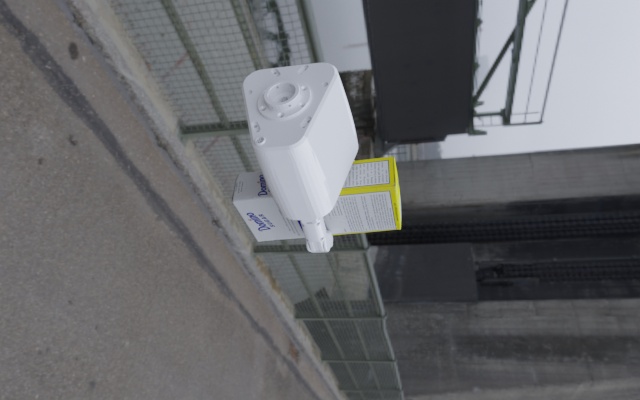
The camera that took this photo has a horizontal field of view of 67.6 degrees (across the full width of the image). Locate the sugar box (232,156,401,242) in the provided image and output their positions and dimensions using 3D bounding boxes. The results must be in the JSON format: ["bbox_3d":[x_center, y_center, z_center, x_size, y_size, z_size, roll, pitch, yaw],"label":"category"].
[{"bbox_3d":[0.000,0.001,0.539,0.176,0.048,0.093,-3,-35,12],"label":"sugar box"}]
